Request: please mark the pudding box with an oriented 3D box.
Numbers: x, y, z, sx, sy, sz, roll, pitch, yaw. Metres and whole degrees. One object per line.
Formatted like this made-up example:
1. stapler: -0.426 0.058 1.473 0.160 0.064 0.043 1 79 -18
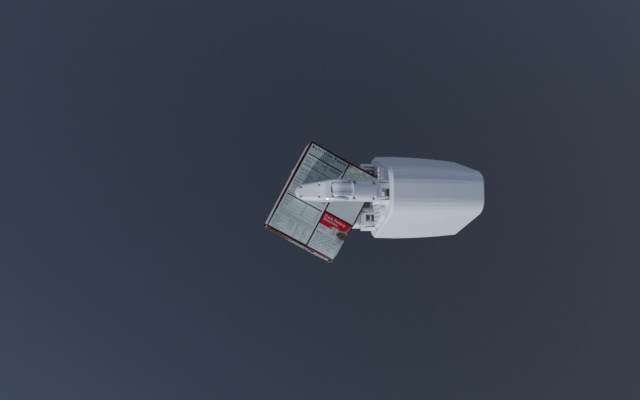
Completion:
1. pudding box: 0.000 0.002 0.548 0.090 0.113 0.039 29 -8 -5
